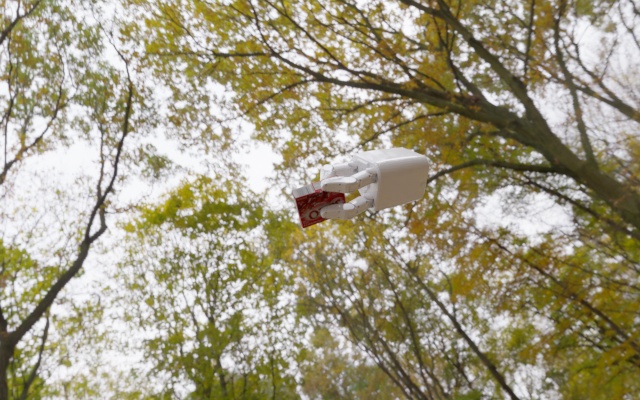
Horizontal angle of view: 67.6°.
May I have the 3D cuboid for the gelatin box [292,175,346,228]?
[{"bbox_3d":[0.000,0.003,0.847,0.089,0.073,0.030,-18,41,-7],"label":"gelatin box"}]
